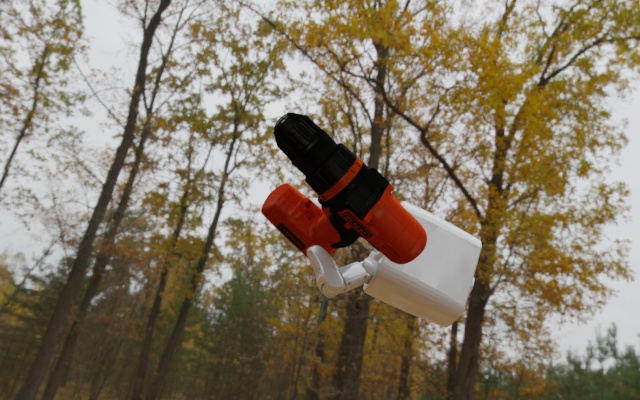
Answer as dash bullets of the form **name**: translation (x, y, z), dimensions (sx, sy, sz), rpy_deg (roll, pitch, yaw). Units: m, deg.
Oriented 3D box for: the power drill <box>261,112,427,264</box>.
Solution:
- **power drill**: translation (0.000, 0.002, 0.509), dimensions (0.057, 0.184, 0.188), rpy_deg (-49, 11, -23)
